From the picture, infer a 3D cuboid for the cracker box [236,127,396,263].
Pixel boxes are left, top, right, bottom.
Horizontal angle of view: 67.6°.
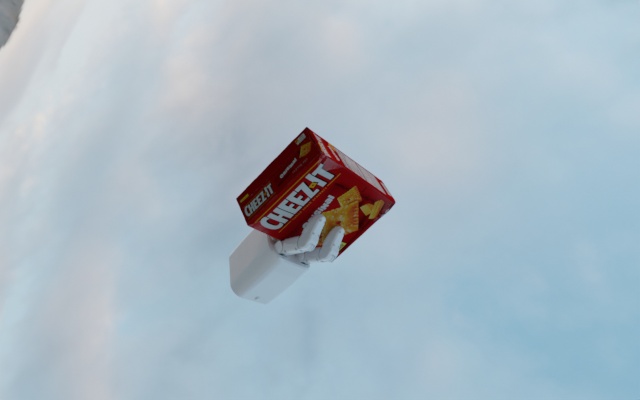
[{"bbox_3d":[0.000,0.002,0.776,0.214,0.164,0.072,29,23,-46],"label":"cracker box"}]
